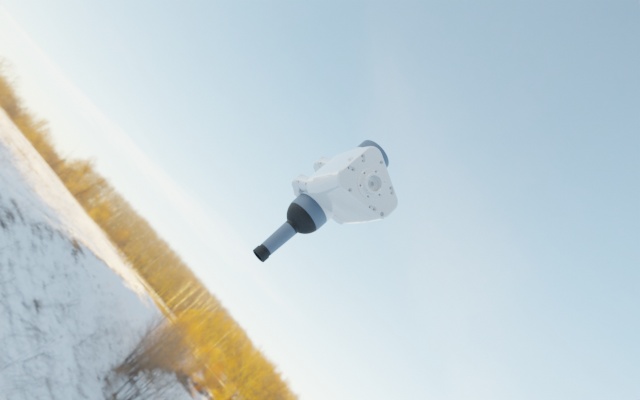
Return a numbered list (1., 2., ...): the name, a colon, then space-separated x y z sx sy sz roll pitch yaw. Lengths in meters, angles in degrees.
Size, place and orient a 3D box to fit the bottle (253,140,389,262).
1. bottle: 0.000 0.003 0.839 0.295 0.069 0.069 -41 18 -22
